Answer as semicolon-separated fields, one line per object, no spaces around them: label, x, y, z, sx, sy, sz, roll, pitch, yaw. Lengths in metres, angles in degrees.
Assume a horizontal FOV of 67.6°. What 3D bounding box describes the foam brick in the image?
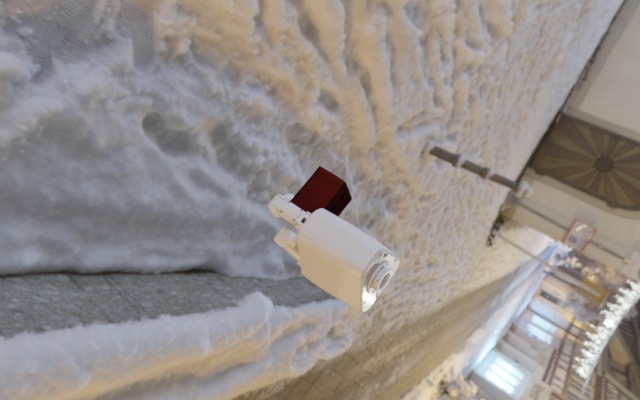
foam brick;0.000;0.002;0.687;0.051;0.078;0.053;30;-18;29
